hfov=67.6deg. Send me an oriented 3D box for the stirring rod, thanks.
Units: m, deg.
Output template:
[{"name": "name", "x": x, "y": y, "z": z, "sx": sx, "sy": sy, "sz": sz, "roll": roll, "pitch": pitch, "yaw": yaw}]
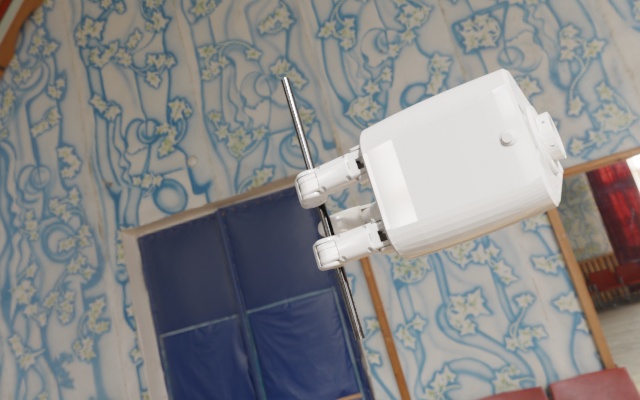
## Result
[{"name": "stirring rod", "x": 0.000, "y": 0.001, "z": 0.418, "sx": 0.011, "sy": 0.239, "sz": 0.011, "roll": -16, "pitch": -11, "yaw": -3}]
